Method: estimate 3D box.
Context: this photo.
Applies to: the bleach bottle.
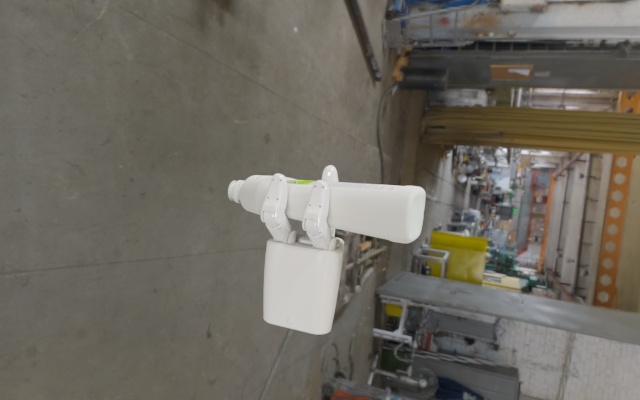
[{"bbox_3d":[0.000,0.002,0.615,0.251,0.068,0.102,8,5,21],"label":"bleach bottle"}]
